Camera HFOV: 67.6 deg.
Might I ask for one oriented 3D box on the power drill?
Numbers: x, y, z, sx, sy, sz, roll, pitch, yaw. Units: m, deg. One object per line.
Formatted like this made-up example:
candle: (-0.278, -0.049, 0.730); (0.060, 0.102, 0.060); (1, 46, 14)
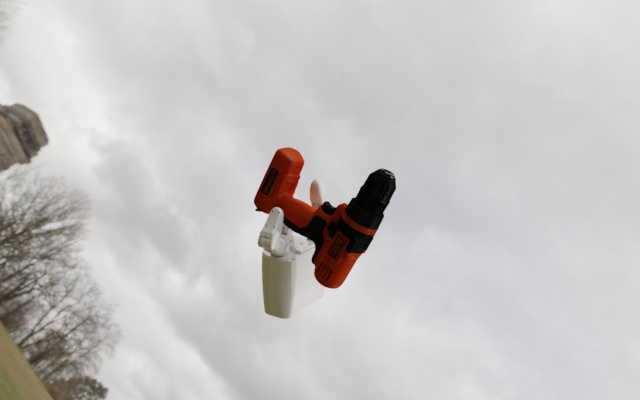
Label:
power drill: (0.000, 0.002, 0.670); (0.187, 0.184, 0.057); (39, 21, 30)
